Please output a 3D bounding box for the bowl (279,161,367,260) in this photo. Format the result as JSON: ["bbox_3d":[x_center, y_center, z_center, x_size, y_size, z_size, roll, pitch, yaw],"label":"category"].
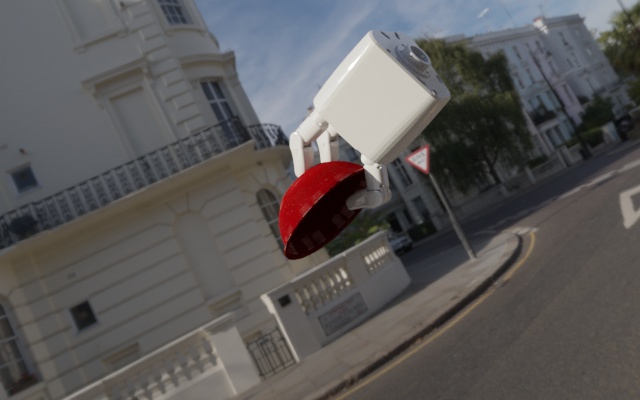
[{"bbox_3d":[-0.001,0.003,0.621,0.055,0.162,0.162,45,19,20],"label":"bowl"}]
